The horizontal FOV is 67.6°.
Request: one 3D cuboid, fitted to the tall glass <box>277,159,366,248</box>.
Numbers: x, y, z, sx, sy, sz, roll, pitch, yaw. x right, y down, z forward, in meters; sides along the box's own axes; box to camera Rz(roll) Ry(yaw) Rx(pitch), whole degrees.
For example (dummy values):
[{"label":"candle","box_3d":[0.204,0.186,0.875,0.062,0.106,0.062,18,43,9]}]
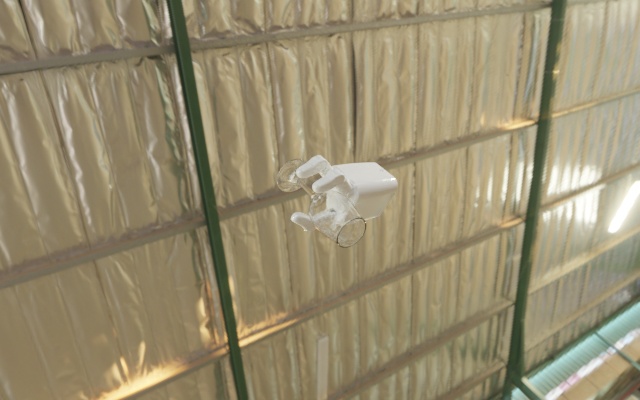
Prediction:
[{"label":"tall glass","box_3d":[0.000,0.003,0.872,0.079,0.079,0.201,0,32,-39]}]
